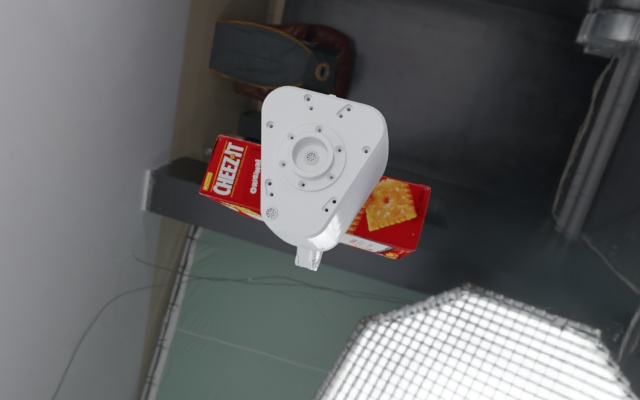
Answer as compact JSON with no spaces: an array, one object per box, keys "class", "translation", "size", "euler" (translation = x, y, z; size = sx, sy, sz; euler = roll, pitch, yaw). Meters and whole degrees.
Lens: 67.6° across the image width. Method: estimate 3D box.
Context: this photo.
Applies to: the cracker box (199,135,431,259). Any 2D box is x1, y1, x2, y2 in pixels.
[{"class":"cracker box","translation":[0.000,0.002,0.527],"size":[0.213,0.072,0.164],"euler":[16,-8,7]}]
